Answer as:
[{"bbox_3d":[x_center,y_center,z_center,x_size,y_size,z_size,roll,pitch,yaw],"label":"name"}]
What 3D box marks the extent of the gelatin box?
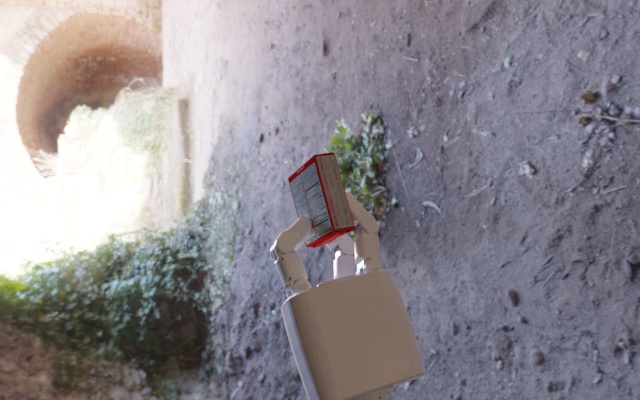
[{"bbox_3d":[0.000,0.001,0.529,0.030,0.089,0.073,-9,-13,-29],"label":"gelatin box"}]
